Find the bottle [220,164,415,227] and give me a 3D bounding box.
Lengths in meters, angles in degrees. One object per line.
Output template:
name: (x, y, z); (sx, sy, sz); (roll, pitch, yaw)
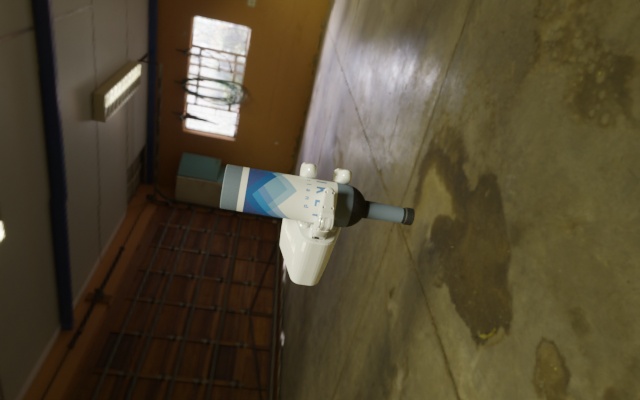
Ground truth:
bottle: (0.000, 0.002, 0.730); (0.296, 0.069, 0.069); (9, -2, -9)
